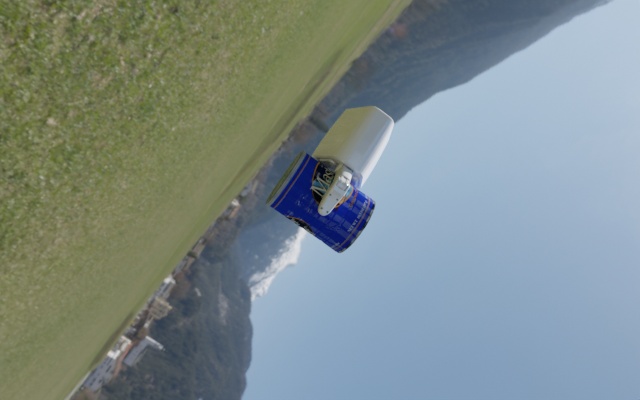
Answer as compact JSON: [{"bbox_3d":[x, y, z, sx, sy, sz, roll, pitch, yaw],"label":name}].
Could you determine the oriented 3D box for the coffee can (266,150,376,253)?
[{"bbox_3d":[0.000,0.003,0.753,0.140,0.103,0.103,35,-6,-9],"label":"coffee can"}]
